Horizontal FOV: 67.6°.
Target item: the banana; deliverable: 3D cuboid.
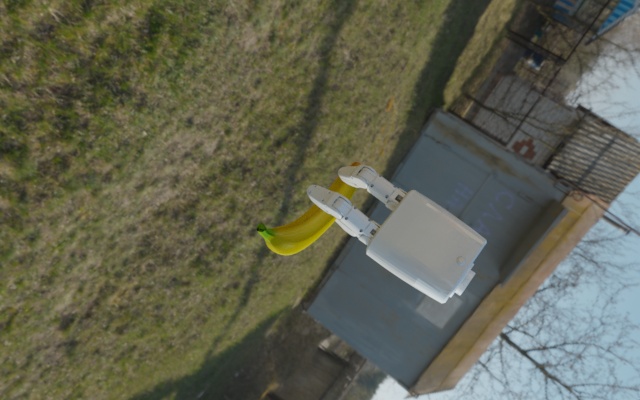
[{"bbox_3d":[-0.005,0.017,0.616,0.037,0.070,0.197,34,46,22],"label":"banana"}]
